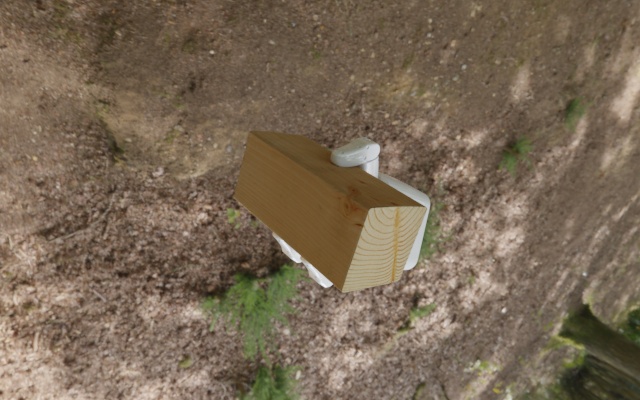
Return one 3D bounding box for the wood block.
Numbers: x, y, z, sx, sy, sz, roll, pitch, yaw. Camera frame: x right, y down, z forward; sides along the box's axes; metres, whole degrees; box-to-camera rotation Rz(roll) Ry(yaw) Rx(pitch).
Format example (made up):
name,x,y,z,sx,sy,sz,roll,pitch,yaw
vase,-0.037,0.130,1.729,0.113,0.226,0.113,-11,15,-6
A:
name,x,y,z,sx,sy,sz,roll,pitch,yaw
wood block,0.001,0.002,0.527,0.090,0.091,0.206,-1,26,-42
